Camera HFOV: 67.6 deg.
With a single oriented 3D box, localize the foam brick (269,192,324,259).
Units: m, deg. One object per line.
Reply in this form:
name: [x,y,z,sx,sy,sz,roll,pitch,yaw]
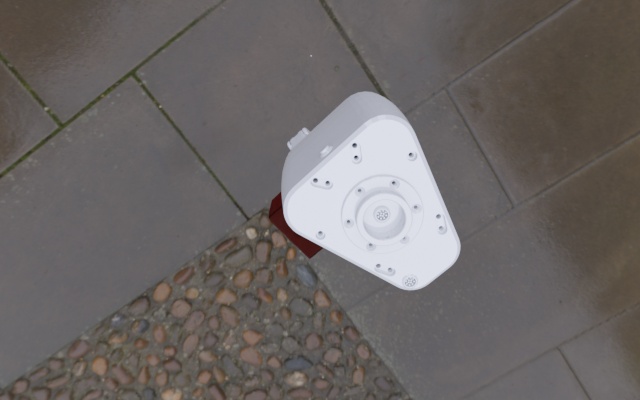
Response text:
foam brick: [0.000,0.002,0.418,0.078,0.053,0.051,-41,15,11]
